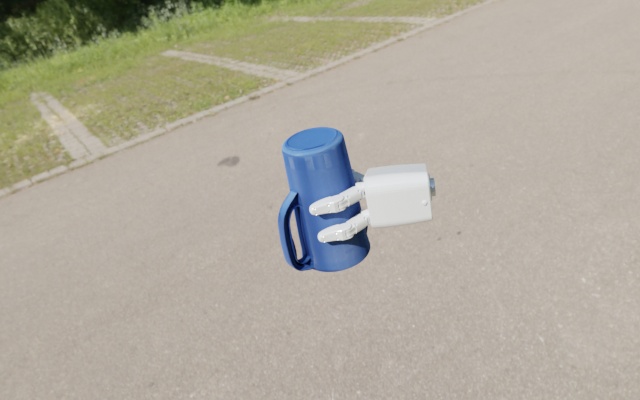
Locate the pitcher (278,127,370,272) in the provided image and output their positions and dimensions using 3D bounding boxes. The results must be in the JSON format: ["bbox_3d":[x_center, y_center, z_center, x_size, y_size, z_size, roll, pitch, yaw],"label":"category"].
[{"bbox_3d":[0.000,0.003,0.853,0.145,0.243,0.149,-6,30,12],"label":"pitcher"}]
